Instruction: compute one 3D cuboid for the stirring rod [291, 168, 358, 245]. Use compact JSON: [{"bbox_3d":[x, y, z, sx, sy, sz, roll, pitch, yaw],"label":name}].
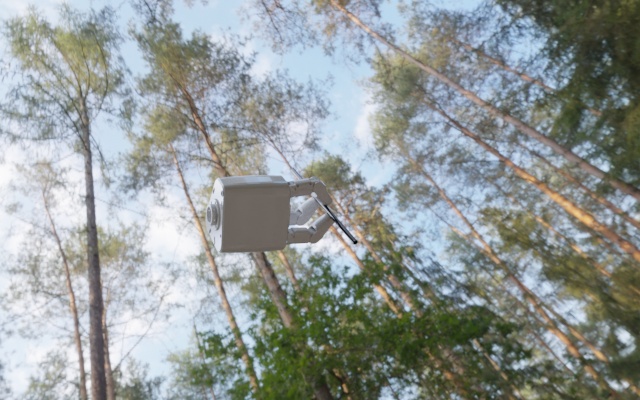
[{"bbox_3d":[0.000,0.003,0.804,0.011,0.011,0.239,0,30,-30],"label":"stirring rod"}]
